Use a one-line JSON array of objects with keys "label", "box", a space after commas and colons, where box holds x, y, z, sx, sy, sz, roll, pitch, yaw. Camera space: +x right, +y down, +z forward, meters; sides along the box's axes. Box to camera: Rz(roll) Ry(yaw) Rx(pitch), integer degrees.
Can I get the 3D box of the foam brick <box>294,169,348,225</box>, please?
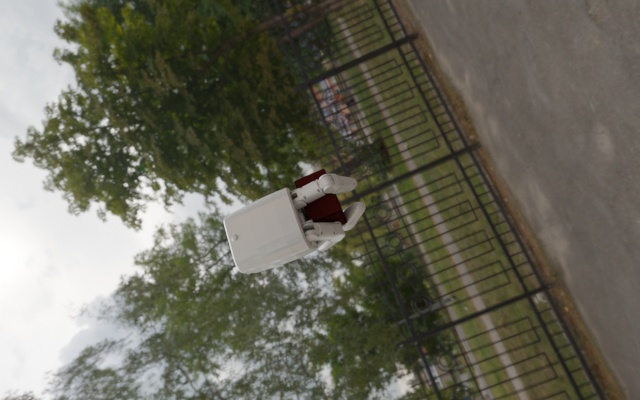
[{"label": "foam brick", "box": [0.000, 0.002, 0.717, 0.051, 0.078, 0.053, -23, -27, 4]}]
